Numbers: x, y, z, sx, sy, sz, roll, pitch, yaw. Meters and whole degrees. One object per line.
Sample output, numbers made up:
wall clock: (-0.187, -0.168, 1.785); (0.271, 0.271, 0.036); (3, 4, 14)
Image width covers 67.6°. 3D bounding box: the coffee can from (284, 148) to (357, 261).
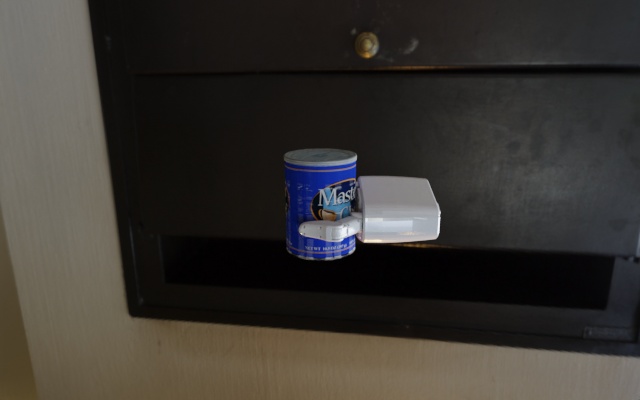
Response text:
coffee can: (0.000, 0.002, 0.689); (0.103, 0.140, 0.102); (0, 16, 0)
